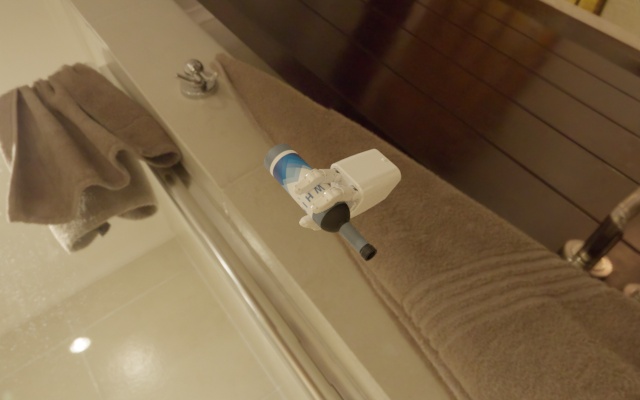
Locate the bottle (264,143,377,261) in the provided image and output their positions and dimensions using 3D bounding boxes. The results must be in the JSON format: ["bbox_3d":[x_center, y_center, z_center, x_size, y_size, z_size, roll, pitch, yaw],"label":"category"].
[{"bbox_3d":[0.000,0.003,0.897,0.069,0.069,0.295,0,39,-50],"label":"bottle"}]
